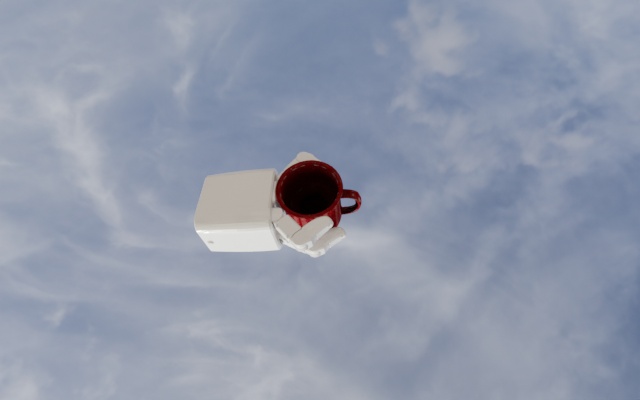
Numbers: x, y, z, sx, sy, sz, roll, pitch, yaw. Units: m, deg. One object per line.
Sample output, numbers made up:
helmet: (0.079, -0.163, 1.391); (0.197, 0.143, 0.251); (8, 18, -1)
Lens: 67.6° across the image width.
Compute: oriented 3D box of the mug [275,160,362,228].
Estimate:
mug: (0.002, 0.002, 0.685); (0.117, 0.093, 0.081); (-3, -30, 5)
